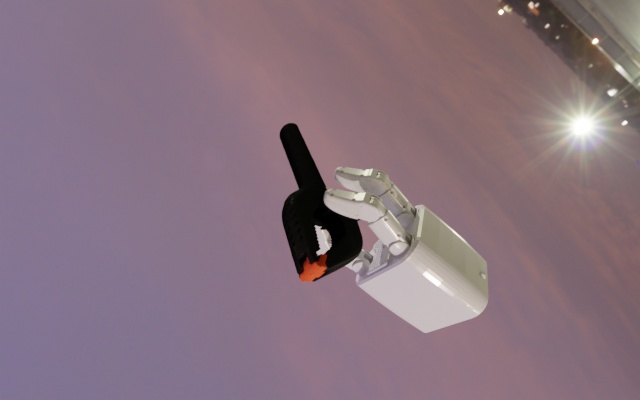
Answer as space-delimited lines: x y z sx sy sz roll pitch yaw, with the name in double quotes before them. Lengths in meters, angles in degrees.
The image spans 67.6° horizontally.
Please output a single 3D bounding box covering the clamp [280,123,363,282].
"clamp" 0.000 0.003 0.517 0.164 0.036 0.210 38 33 -8
